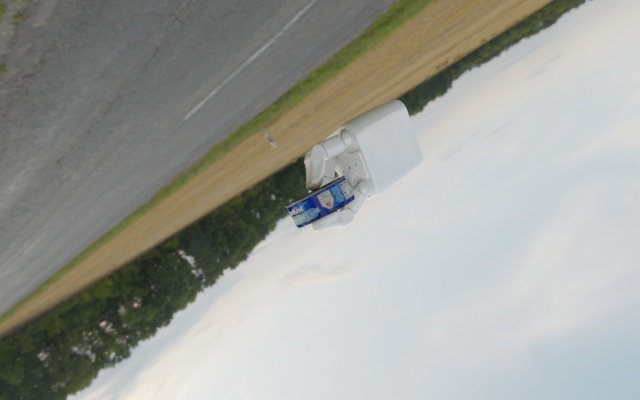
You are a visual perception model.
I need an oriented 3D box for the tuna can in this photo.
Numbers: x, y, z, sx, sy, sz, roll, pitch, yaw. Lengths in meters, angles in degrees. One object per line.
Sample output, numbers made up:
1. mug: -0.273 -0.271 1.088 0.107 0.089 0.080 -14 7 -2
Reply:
1. tuna can: 0.000 0.003 0.611 0.086 0.034 0.086 -27 3 1
